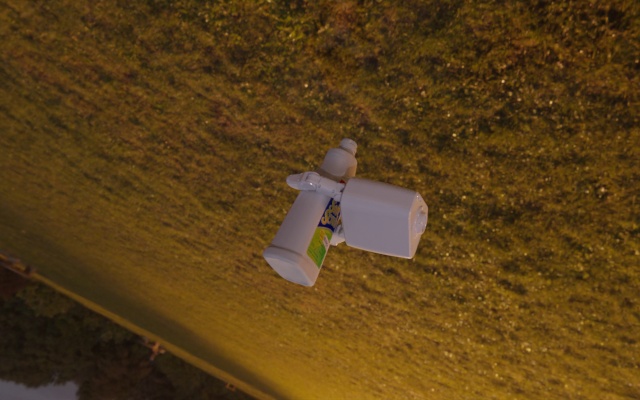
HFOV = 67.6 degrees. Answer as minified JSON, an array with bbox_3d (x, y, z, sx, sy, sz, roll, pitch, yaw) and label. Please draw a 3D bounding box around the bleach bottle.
[{"bbox_3d":[0.000,0.003,0.756,0.068,0.250,0.103,12,-27,26],"label":"bleach bottle"}]
